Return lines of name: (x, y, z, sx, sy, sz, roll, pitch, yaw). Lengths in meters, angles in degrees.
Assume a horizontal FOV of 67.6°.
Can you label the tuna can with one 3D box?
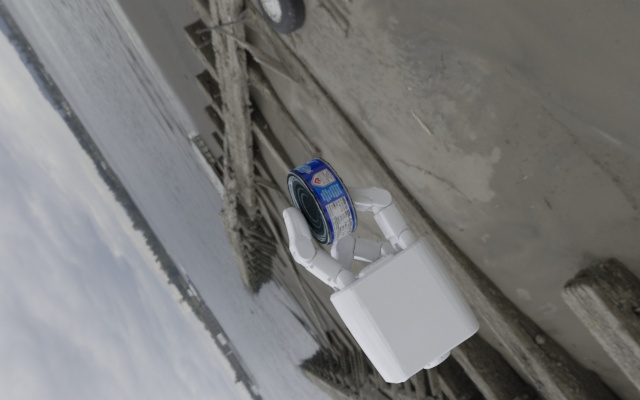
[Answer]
tuna can: (0.000, 0.002, 0.486, 0.033, 0.086, 0.086, -27, 9, -17)
